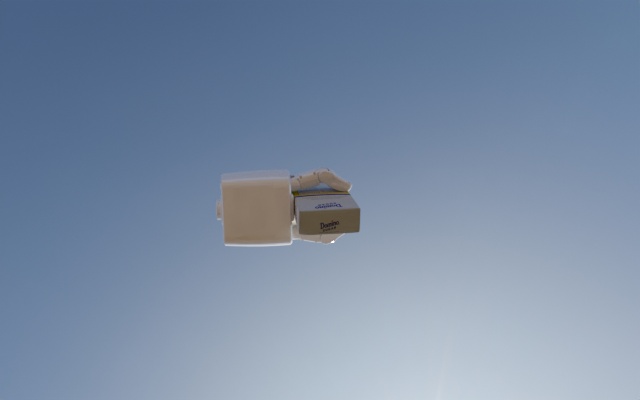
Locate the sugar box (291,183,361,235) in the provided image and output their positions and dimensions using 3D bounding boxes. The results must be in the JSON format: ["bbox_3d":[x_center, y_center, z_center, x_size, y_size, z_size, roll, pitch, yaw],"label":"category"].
[{"bbox_3d":[0.000,0.003,0.772,0.093,0.048,0.176,-2,22,-8],"label":"sugar box"}]
